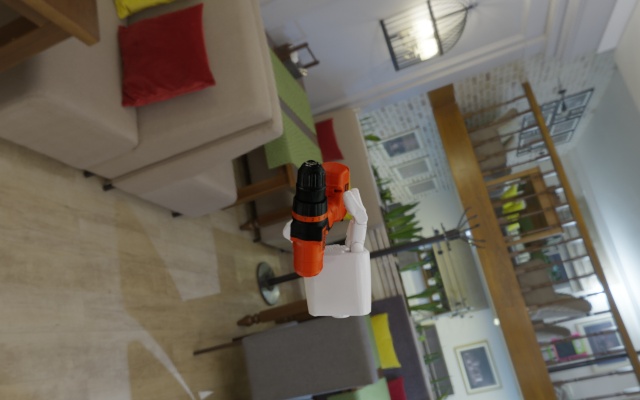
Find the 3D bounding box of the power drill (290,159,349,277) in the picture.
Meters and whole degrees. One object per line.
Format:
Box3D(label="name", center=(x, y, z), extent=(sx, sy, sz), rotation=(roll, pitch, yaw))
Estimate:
Box3D(label="power drill", center=(0.000, 0.003, 0.760), extent=(0.057, 0.184, 0.187), rotation=(11, 25, 13))
